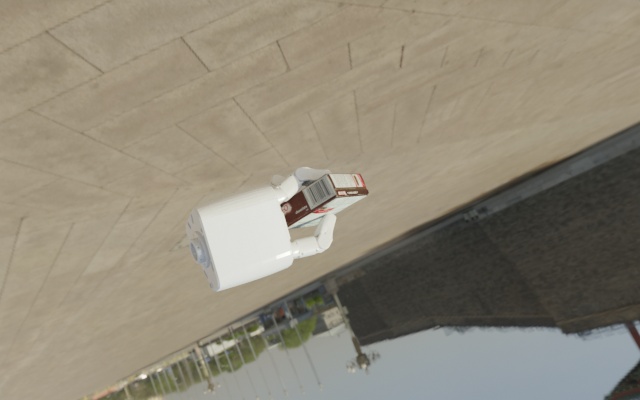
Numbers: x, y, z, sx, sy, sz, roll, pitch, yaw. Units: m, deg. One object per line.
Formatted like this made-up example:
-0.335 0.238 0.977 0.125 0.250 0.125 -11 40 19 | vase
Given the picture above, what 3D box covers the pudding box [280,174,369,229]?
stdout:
0.000 0.002 0.686 0.113 0.039 0.090 -30 -13 32 | pudding box
